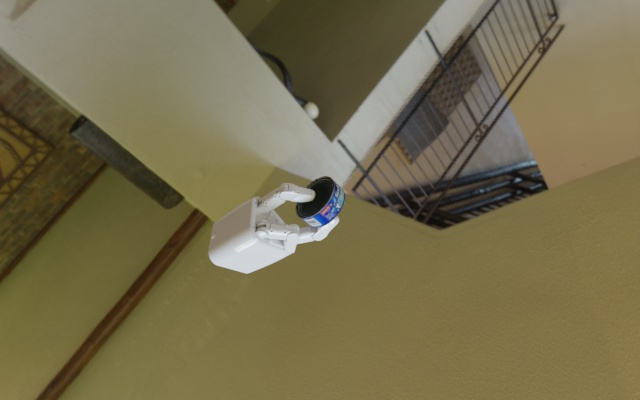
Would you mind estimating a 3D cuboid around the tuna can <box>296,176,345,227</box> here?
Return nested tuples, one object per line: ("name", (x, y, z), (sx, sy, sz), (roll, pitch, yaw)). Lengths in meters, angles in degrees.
("tuna can", (0.001, 0.003, 0.811), (0.034, 0.086, 0.086), (41, -25, -32))
